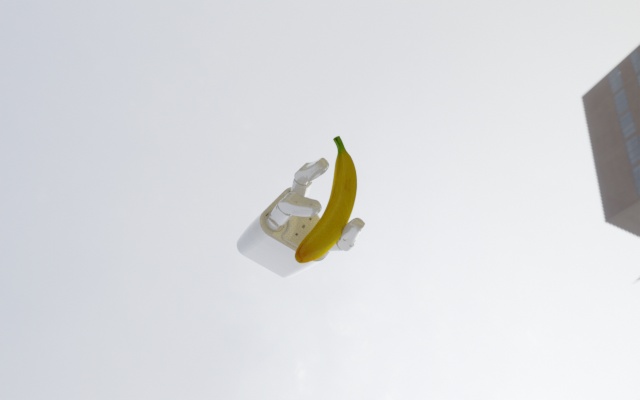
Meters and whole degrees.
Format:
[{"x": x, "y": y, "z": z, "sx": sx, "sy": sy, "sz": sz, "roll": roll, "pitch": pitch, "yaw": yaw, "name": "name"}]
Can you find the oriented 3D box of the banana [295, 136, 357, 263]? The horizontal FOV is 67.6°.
[{"x": 0.015, "y": 0.008, "z": 0.654, "sx": 0.070, "sy": 0.197, "sz": 0.037, "roll": 33, "pitch": -33, "yaw": -27, "name": "banana"}]
